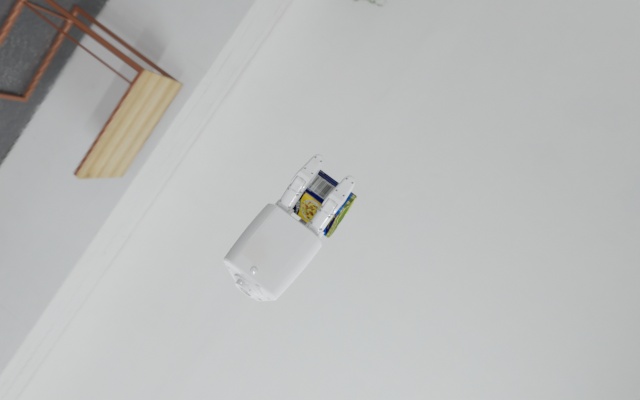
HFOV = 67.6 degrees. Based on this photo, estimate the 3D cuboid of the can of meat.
[{"bbox_3d":[0.000,0.003,0.731,0.084,0.057,0.102,37,-28,7],"label":"can of meat"}]
